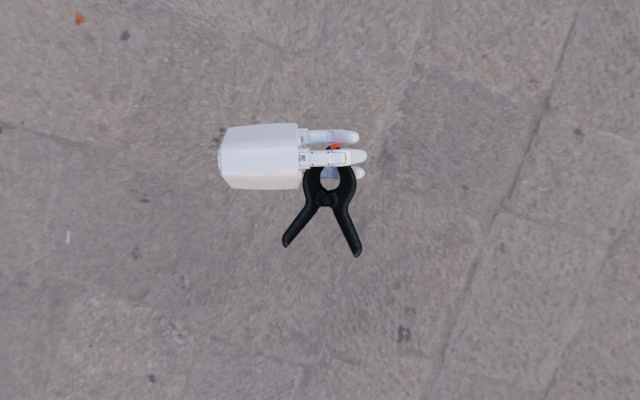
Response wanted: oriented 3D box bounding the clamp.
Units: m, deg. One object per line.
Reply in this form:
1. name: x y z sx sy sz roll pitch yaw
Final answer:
1. clamp: 0.000 0.002 0.703 0.120 0.171 0.039 -2 8 -1
